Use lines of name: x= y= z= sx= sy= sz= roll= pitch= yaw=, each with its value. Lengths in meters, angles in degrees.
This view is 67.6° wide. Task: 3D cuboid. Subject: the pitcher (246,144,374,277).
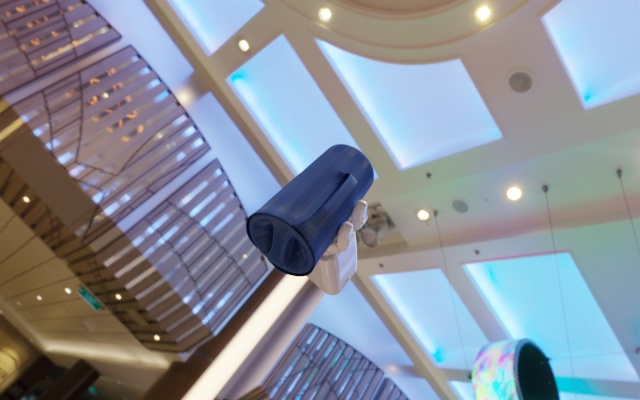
pitcher: x=0.000 y=0.003 z=0.822 sx=0.149 sy=0.145 sz=0.242 roll=18 pitch=47 yaw=28
